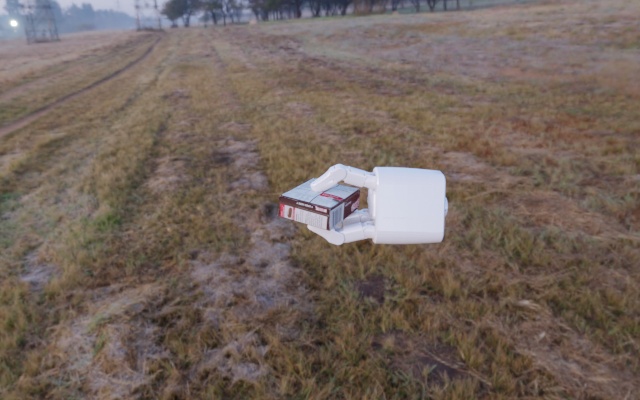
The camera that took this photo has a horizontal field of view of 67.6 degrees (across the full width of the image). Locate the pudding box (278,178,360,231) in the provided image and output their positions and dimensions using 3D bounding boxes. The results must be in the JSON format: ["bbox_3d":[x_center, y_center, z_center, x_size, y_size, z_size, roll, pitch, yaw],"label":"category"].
[{"bbox_3d":[0.000,0.002,0.745,0.090,0.039,0.113,14,22,24],"label":"pudding box"}]
